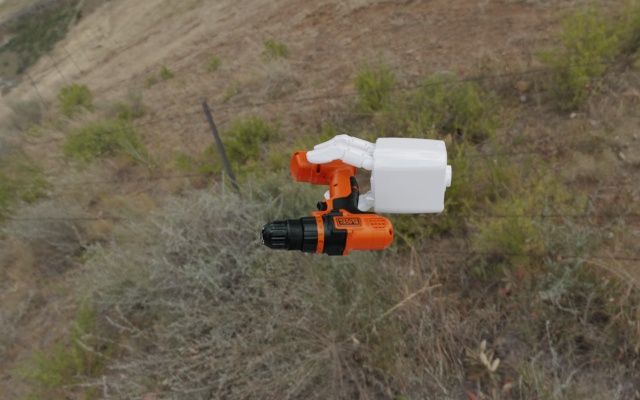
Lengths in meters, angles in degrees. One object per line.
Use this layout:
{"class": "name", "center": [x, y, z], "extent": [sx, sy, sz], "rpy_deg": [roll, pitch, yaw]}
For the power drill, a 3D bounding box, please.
{"class": "power drill", "center": [0.000, 0.002, 0.709], "extent": [0.184, 0.057, 0.187], "rpy_deg": [1, 43, -12]}
